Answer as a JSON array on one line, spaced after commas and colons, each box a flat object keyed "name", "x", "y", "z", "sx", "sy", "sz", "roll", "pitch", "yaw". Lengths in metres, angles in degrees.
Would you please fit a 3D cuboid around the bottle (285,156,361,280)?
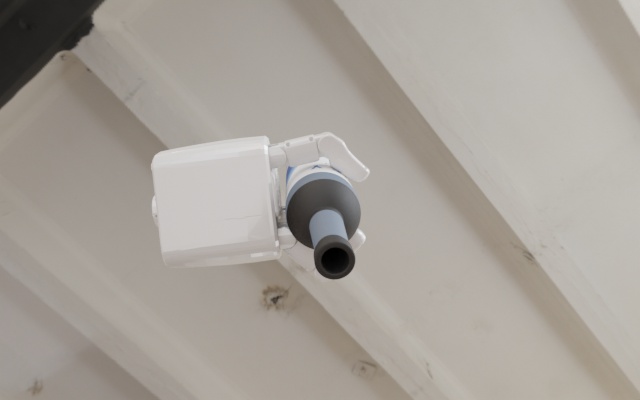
[{"name": "bottle", "x": 0.000, "y": 0.001, "z": 0.455, "sx": 0.069, "sy": 0.069, "sz": 0.295, "roll": 0, "pitch": 15, "yaw": -4}]
